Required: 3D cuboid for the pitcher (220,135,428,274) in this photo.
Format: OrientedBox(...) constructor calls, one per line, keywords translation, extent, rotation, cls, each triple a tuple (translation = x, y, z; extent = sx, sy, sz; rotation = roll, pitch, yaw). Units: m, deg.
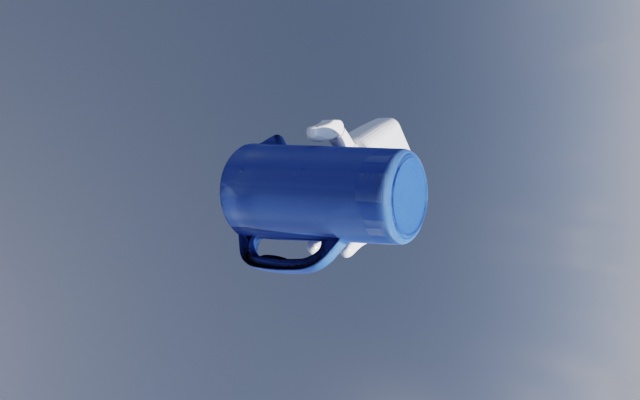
OrientedBox(translation=(0.000, 0.002, 0.594), extent=(0.243, 0.149, 0.145), rotation=(3, 26, 36), cls="pitcher")
